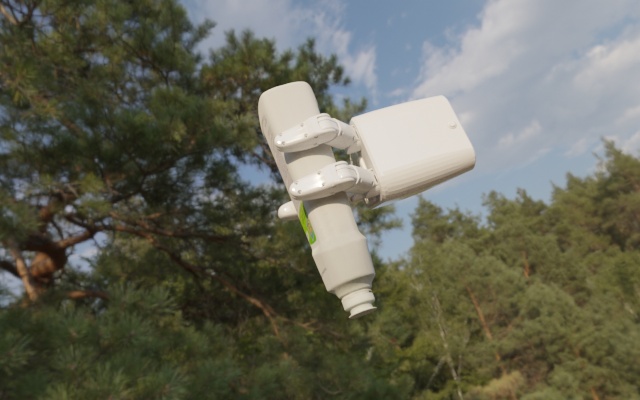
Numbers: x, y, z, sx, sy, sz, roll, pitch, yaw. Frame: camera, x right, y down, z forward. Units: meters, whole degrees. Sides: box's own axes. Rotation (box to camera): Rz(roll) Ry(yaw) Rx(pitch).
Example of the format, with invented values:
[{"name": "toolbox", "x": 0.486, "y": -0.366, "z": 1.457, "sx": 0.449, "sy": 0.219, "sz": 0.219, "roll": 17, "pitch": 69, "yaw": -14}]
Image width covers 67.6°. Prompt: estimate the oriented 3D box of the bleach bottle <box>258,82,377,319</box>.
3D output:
[{"name": "bleach bottle", "x": 0.000, "y": 0.002, "z": 0.507, "sx": 0.068, "sy": 0.250, "sz": 0.103, "roll": -18, "pitch": -22, "yaw": -7}]
